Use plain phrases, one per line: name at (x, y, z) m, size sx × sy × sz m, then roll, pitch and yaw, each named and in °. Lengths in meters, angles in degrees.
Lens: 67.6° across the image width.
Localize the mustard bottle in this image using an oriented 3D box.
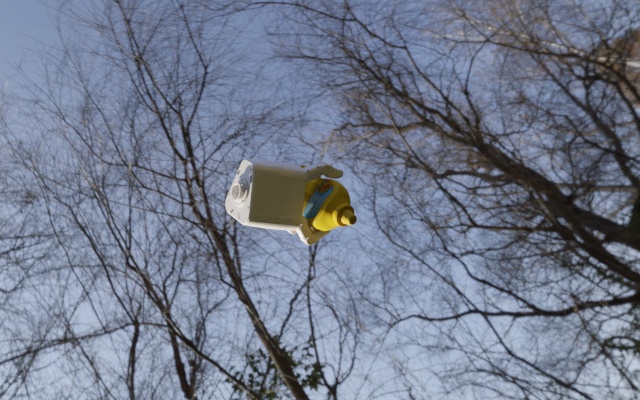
mustard bottle at (0.000, 0.003, 0.883) m, size 0.058 × 0.096 × 0.191 m, roll 38°, pitch -6°, yaw -41°
